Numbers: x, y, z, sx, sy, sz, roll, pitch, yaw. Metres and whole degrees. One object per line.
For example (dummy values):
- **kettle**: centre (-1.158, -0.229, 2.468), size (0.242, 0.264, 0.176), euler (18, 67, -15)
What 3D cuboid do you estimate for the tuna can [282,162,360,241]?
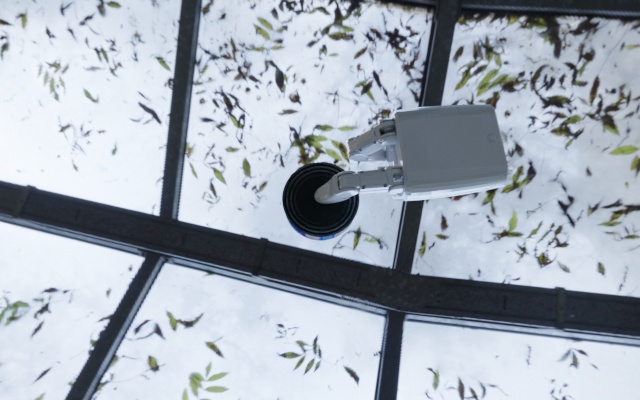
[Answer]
- **tuna can**: centre (0.000, 0.002, 0.543), size (0.086, 0.086, 0.034), euler (0, -14, -1)
